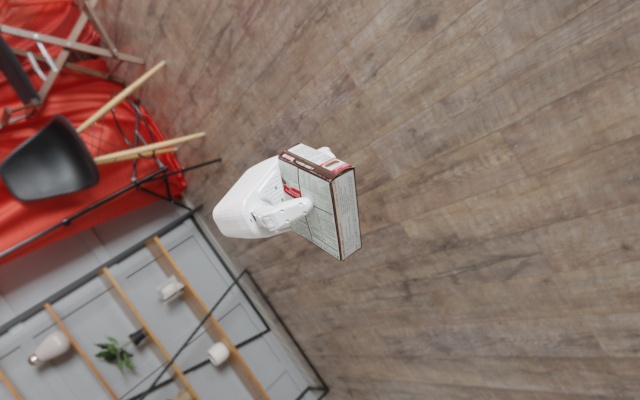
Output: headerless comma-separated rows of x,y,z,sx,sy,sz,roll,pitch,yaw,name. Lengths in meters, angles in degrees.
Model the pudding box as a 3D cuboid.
0.000,0.002,0.535,0.039,0.114,0.090,-35,42,-30,pudding box
